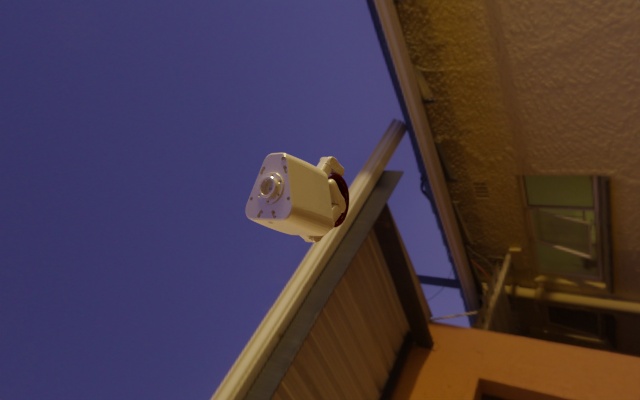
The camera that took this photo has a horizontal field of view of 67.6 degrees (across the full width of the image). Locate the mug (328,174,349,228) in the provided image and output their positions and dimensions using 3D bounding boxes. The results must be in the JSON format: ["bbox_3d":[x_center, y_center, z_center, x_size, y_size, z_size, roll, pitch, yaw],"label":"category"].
[{"bbox_3d":[0.001,0.003,0.862,0.081,0.093,0.117,2,-15,33],"label":"mug"}]
